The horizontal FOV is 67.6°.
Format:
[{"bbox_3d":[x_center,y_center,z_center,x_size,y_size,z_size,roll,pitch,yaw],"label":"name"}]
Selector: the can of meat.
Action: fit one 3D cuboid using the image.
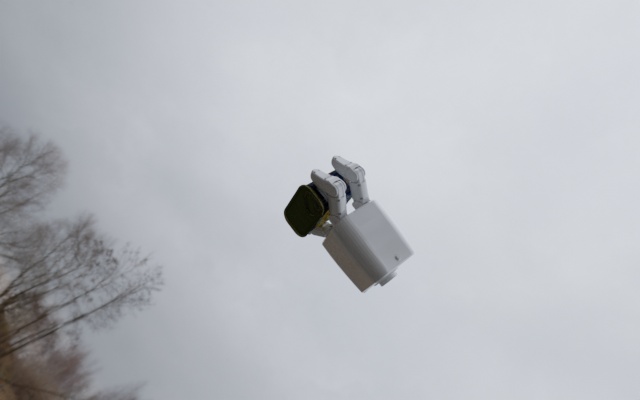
[{"bbox_3d":[0.000,0.002,0.766,0.084,0.057,0.102,-29,-16,-38],"label":"can of meat"}]
